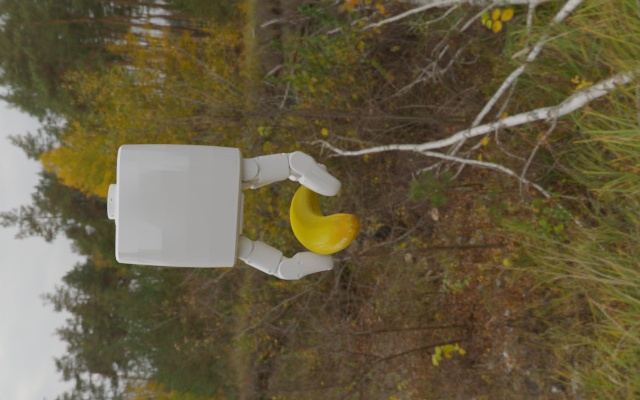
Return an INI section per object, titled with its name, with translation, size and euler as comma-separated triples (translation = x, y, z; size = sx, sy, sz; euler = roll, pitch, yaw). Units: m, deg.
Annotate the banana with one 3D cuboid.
[banana]
translation = -0.004, 0.018, 0.503
size = 0.037, 0.070, 0.197
euler = 6, 16, -16
